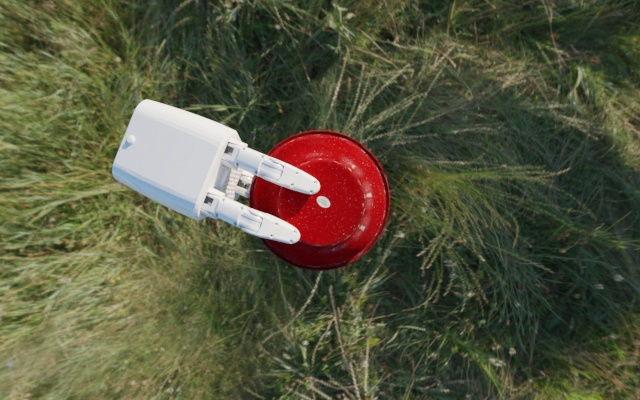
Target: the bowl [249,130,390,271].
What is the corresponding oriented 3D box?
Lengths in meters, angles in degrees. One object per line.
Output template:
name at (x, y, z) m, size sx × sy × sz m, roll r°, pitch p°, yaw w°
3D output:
bowl at (0.001, 0.002, 0.521) m, size 0.162 × 0.162 × 0.055 m, roll 0°, pitch 3°, yaw -2°
